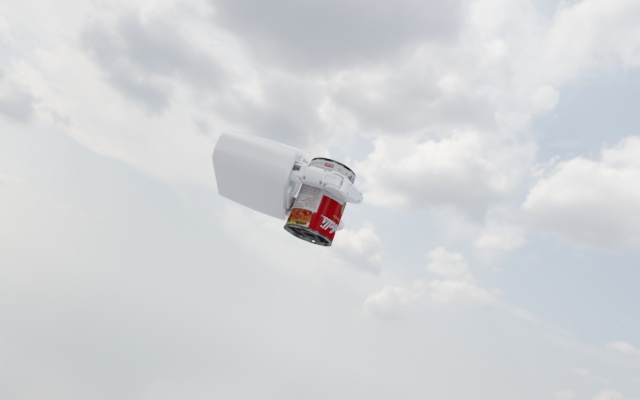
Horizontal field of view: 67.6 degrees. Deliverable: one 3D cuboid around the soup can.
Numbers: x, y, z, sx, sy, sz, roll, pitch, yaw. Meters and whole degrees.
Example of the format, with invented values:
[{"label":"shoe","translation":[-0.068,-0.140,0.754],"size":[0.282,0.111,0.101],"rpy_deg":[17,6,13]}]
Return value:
[{"label":"soup can","translation":[0.001,0.002,0.639],"size":[0.068,0.102,0.068],"rpy_deg":[19,-17,6]}]
